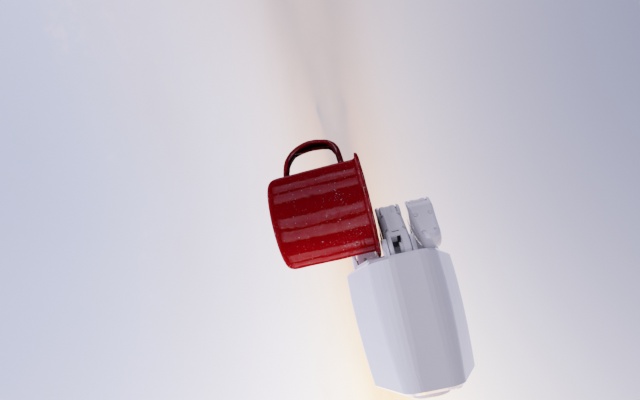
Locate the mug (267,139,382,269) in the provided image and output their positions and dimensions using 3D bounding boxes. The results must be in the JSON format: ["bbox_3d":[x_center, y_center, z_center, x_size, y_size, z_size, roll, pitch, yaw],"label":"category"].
[{"bbox_3d":[0.000,0.000,0.420,0.081,0.117,0.093,-14,-15,3],"label":"mug"}]
